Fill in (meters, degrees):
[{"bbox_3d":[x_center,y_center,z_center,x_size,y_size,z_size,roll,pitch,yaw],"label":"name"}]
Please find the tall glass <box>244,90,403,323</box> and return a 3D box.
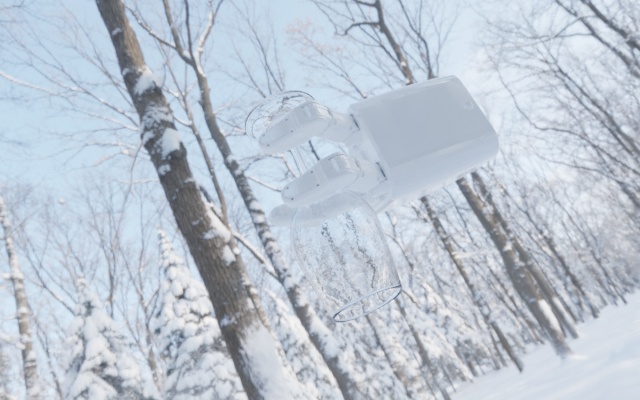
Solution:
[{"bbox_3d":[0.000,0.001,0.420,0.079,0.201,0.079,-20,-26,-10],"label":"tall glass"}]
